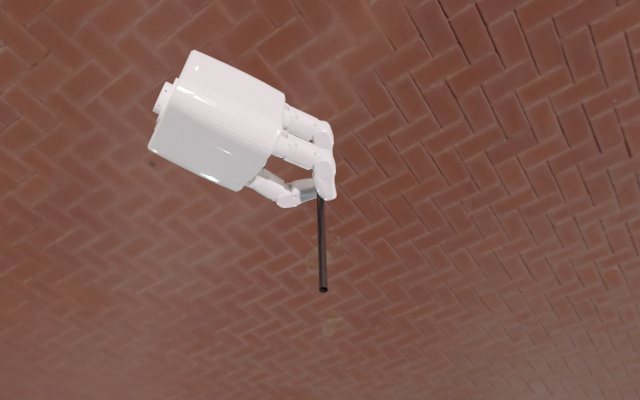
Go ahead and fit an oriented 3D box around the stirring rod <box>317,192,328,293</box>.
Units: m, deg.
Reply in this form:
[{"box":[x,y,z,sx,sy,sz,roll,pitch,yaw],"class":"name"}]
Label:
[{"box":[0.000,0.002,0.516,0.011,0.011,0.239,0,40,-2],"class":"stirring rod"}]
